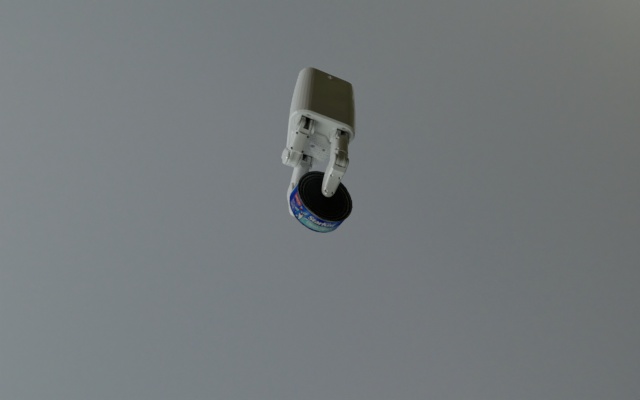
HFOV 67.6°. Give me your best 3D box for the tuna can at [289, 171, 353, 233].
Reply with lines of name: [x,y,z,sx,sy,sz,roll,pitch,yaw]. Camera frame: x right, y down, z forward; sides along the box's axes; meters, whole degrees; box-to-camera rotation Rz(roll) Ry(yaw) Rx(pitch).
tuna can: [0.000,0.003,0.673,0.086,0.086,0.034,0,-34,-33]
